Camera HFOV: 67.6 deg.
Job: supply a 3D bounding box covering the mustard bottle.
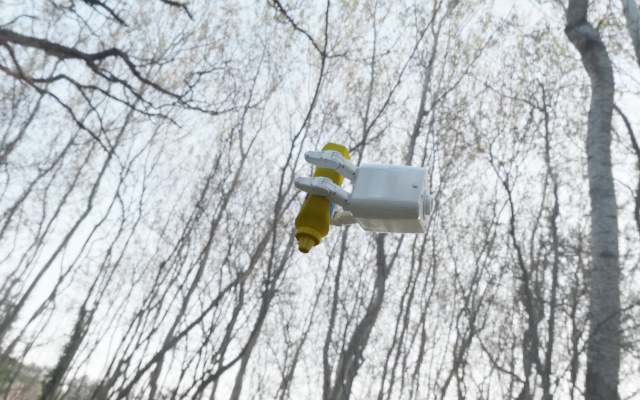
[{"bbox_3d":[0.000,0.002,0.789,0.058,0.191,0.096,17,-33,2],"label":"mustard bottle"}]
